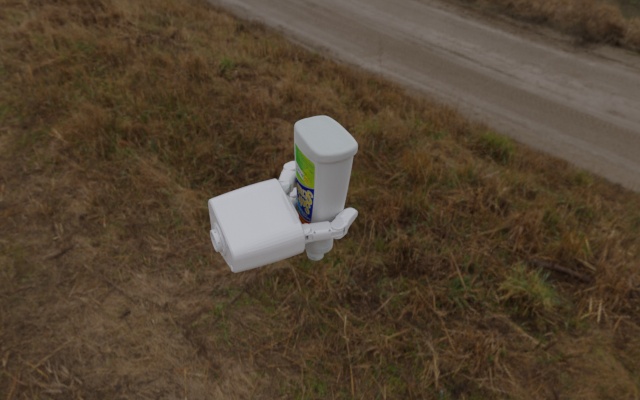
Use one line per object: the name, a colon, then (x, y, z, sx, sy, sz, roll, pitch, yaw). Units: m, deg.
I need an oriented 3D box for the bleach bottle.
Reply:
bleach bottle: (0.000, 0.002, 0.732, 0.068, 0.251, 0.102, -17, 44, -22)
